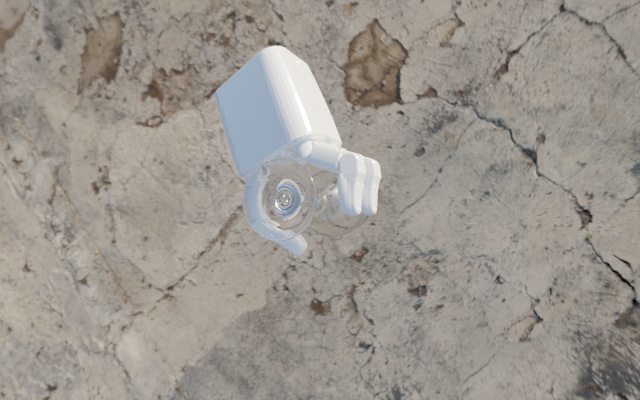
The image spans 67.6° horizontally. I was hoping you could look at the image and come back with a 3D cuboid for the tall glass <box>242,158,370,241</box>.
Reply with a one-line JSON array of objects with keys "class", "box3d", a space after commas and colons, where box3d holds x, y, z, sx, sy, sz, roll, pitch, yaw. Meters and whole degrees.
[{"class": "tall glass", "box3d": [0.000, 0.002, 0.515, 0.079, 0.079, 0.201, 0, -2, 22]}]
